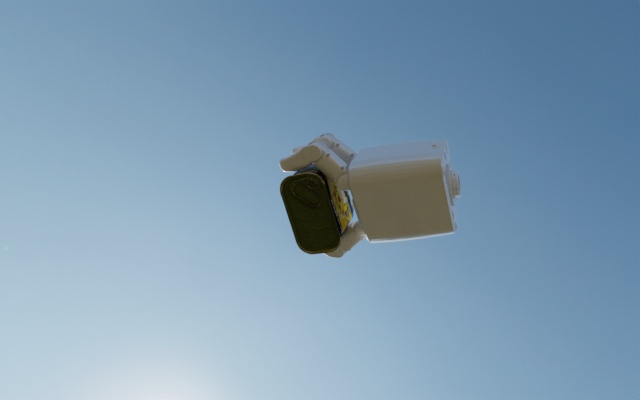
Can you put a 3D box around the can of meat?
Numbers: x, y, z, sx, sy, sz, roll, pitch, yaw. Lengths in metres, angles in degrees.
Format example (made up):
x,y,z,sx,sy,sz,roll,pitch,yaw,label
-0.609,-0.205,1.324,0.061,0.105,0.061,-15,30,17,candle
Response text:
x,y,z,sx,sy,sz,roll,pitch,yaw,label
0.000,0.002,0.594,0.057,0.102,0.084,-10,18,22,can of meat
